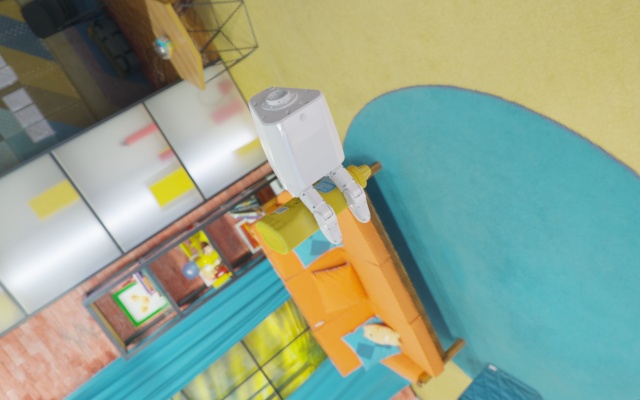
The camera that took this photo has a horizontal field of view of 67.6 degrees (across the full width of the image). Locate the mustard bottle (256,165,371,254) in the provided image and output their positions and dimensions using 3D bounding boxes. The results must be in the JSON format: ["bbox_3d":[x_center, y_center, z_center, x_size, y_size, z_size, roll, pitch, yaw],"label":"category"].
[{"bbox_3d":[0.000,0.003,0.711,0.191,0.058,0.096,-36,16,-20],"label":"mustard bottle"}]
